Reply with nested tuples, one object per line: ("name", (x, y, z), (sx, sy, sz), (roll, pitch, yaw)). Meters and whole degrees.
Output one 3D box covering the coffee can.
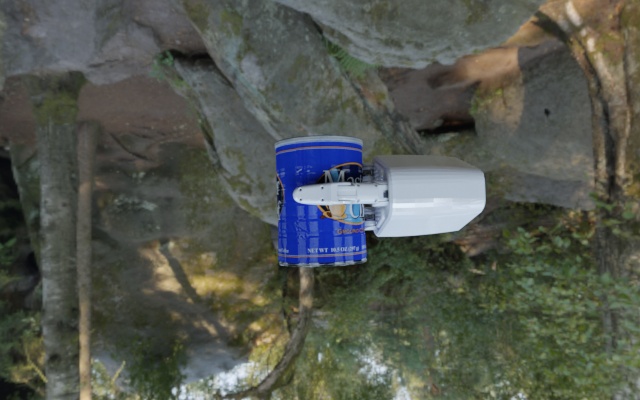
("coffee can", (0.000, 0.002, 0.556), (0.103, 0.140, 0.103), (-2, -2, 0))
